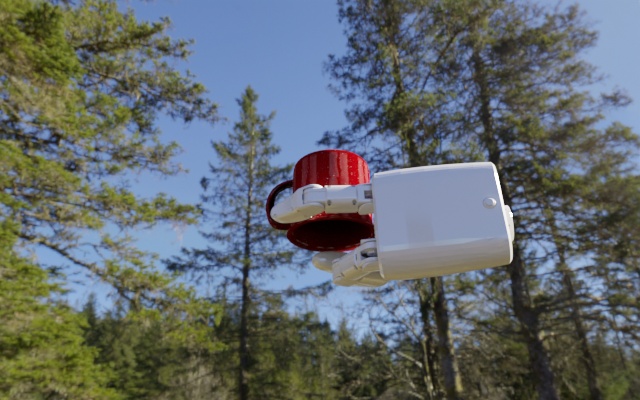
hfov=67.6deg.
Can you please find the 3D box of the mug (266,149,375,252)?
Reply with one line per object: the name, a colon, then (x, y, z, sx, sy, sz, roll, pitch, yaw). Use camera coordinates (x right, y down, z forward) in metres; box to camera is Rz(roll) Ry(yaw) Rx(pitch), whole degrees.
mug: (-0.001, 0.002, 0.501, 0.117, 0.081, 0.093, -6, -27, 10)
